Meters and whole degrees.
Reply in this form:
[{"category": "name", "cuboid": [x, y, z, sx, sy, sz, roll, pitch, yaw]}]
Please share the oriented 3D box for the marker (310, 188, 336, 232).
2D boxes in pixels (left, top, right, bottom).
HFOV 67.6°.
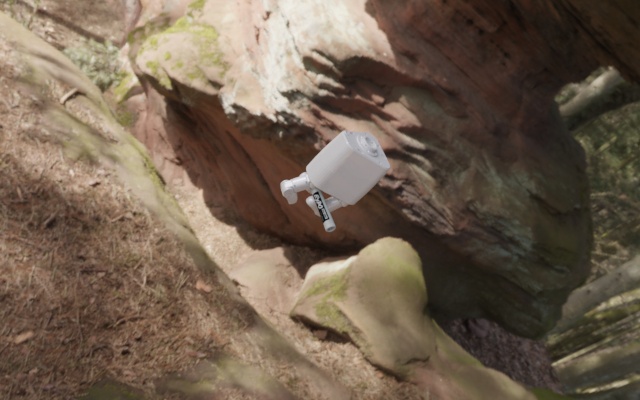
[{"category": "marker", "cuboid": [0.000, 0.003, 0.871, 0.020, 0.121, 0.020, -15, -33, -10]}]
